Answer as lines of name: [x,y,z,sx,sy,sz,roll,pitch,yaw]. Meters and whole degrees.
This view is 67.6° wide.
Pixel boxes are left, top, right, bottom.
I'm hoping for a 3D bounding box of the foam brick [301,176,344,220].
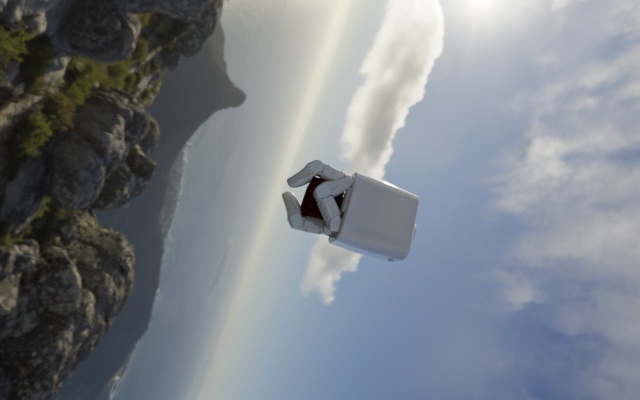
foam brick: [0.000,0.002,0.733,0.051,0.053,0.078,19,-11,-5]
